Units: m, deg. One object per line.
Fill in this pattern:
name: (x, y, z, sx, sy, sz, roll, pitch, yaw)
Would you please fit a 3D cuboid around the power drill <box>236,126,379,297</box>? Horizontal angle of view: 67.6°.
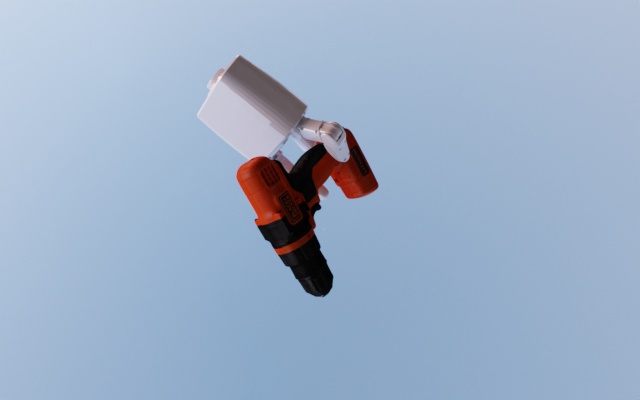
power drill: (0.000, 0.002, 0.603, 0.057, 0.184, 0.187, -15, 18, 42)
